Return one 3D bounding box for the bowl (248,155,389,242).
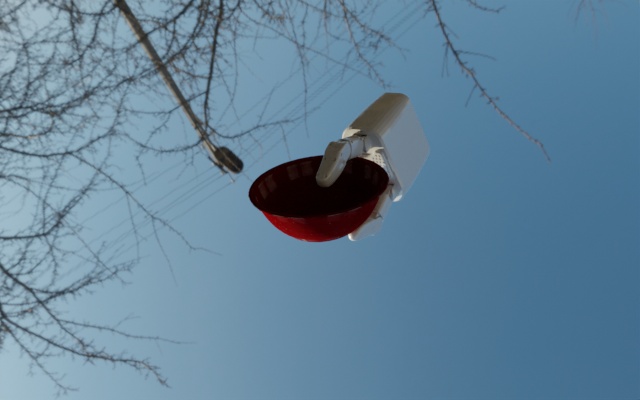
[{"bbox_3d":[-0.001,0.003,0.560,0.162,0.055,0.162,-5,27,3],"label":"bowl"}]
